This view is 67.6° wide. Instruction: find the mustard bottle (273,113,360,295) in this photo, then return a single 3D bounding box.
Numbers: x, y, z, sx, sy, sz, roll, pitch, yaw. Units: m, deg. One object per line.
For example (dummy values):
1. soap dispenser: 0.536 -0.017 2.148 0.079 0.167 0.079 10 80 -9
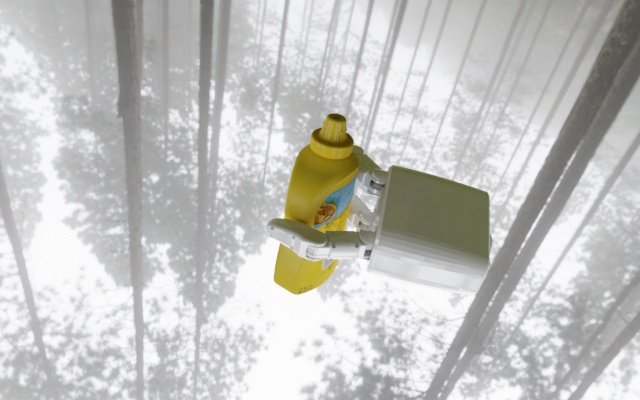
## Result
1. mustard bottle: 0.000 0.002 0.488 0.058 0.192 0.096 28 38 22
